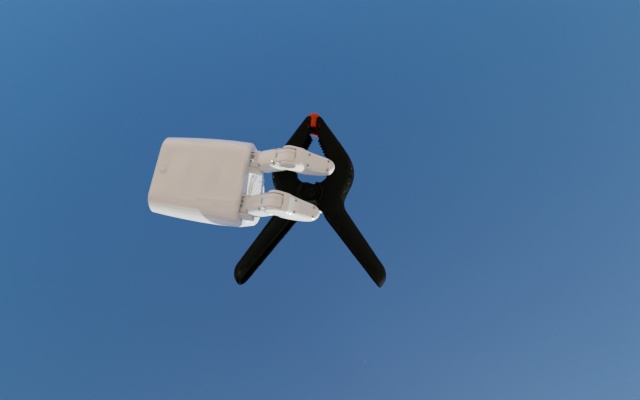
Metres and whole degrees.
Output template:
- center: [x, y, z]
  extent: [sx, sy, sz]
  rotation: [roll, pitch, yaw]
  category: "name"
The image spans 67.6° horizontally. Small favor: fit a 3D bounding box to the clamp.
- center: [0.000, 0.001, 0.544]
  extent: [0.164, 0.210, 0.036]
  rotation: [7, -18, 6]
  category: "clamp"
